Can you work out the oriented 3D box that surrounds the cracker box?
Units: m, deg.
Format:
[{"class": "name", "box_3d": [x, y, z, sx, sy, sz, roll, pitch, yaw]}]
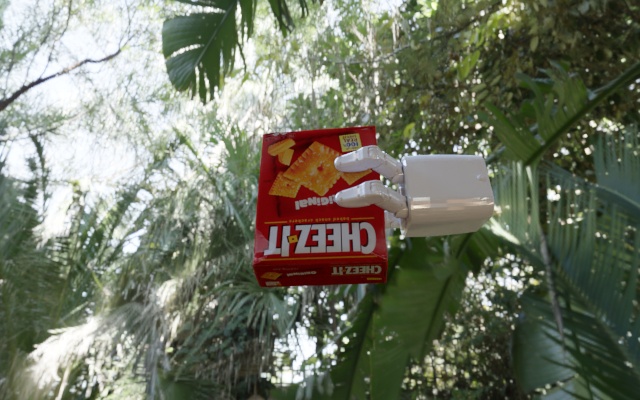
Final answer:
[{"class": "cracker box", "box_3d": [0.000, 0.002, 0.639, 0.164, 0.213, 0.072, -3, -34, 4]}]
